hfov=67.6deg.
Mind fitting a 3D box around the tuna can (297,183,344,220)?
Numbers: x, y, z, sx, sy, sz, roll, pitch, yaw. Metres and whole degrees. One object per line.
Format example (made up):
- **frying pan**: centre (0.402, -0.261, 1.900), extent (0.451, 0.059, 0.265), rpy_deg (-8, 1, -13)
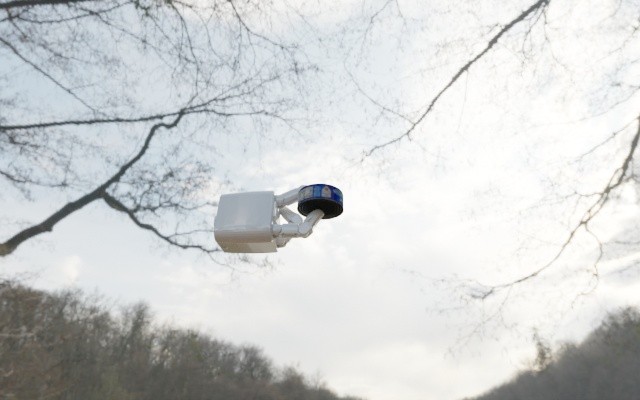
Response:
- **tuna can**: centre (0.000, 0.002, 0.874), extent (0.086, 0.033, 0.086), rpy_deg (2, -27, 1)
